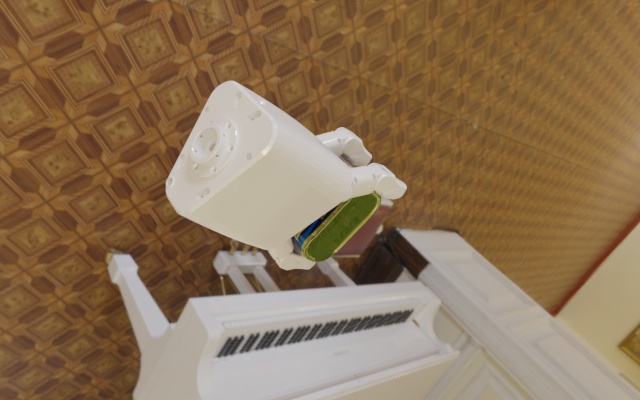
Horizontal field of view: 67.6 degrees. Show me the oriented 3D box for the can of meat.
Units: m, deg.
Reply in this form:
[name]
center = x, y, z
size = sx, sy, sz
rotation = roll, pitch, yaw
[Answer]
[can of meat]
center = 0.000, 0.002, 0.495
size = 0.084, 0.102, 0.057
rotation = 47, 7, 37
